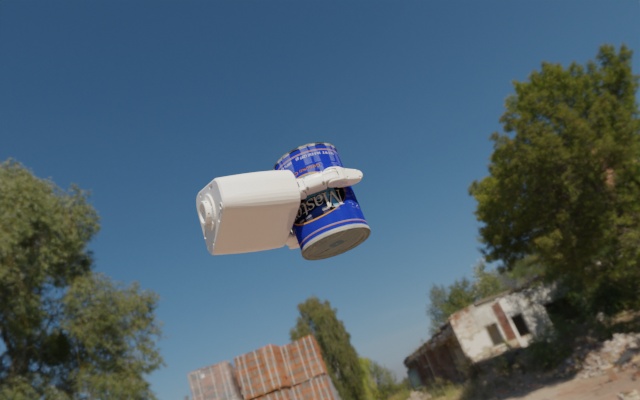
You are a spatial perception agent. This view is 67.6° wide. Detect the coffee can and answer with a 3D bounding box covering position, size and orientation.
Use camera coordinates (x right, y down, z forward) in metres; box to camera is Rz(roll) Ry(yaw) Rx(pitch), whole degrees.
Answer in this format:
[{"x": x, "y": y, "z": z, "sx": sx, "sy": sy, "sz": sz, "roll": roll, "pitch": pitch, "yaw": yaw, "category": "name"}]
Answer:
[{"x": 0.000, "y": 0.002, "z": 0.695, "sx": 0.103, "sy": 0.140, "sz": 0.103, "roll": -18, "pitch": -23, "yaw": -8, "category": "coffee can"}]
